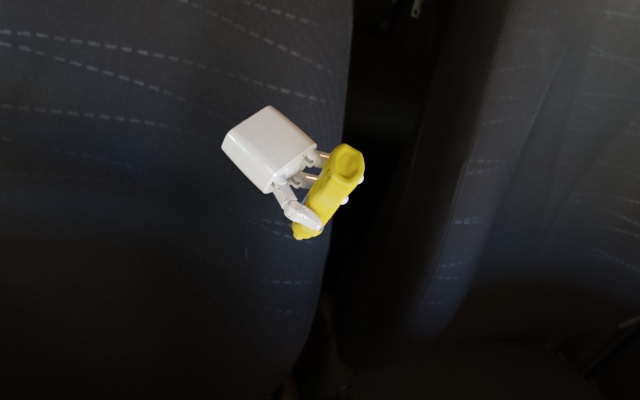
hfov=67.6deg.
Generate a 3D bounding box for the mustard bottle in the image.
[{"bbox_3d":[0.001,0.003,0.773,0.058,0.096,0.192,27,-48,-9],"label":"mustard bottle"}]
